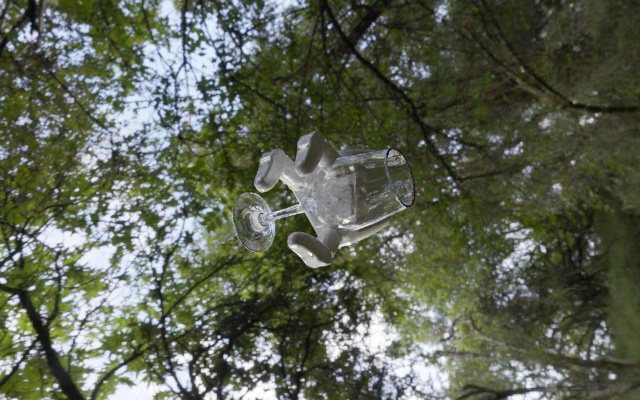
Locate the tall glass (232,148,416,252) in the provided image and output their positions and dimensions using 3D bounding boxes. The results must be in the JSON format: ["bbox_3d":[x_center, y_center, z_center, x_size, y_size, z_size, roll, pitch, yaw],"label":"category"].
[{"bbox_3d":[-0.001,0.002,0.525,0.201,0.079,0.079,-17,-9,33],"label":"tall glass"}]
